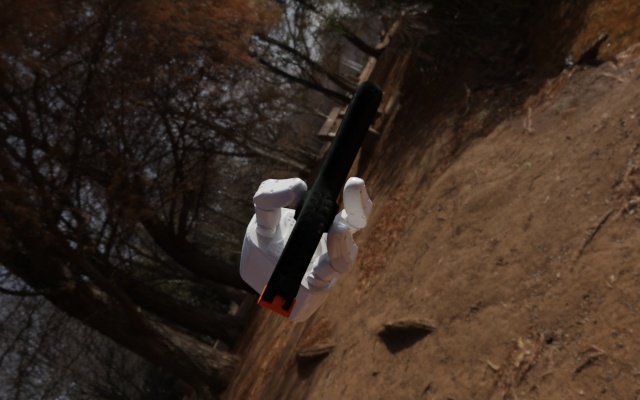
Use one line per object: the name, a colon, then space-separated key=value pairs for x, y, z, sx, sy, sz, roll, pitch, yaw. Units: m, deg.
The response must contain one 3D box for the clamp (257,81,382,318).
clamp: x=-0.001 y=0.002 z=0.435 sx=0.036 sy=0.209 sz=0.165 roll=23 pitch=-35 yaw=1
